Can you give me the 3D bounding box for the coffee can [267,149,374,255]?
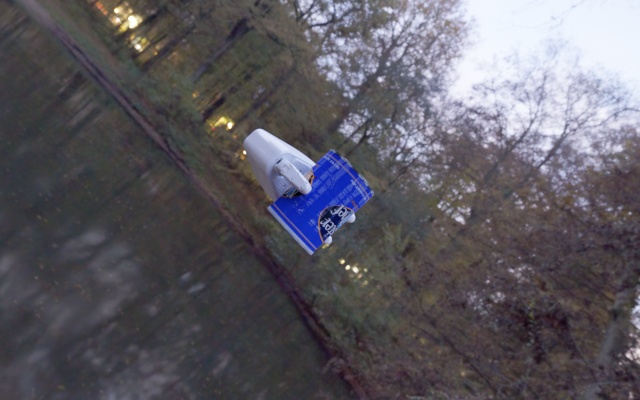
[{"bbox_3d":[0.000,0.003,0.763,0.140,0.103,0.103,-43,3,-3],"label":"coffee can"}]
